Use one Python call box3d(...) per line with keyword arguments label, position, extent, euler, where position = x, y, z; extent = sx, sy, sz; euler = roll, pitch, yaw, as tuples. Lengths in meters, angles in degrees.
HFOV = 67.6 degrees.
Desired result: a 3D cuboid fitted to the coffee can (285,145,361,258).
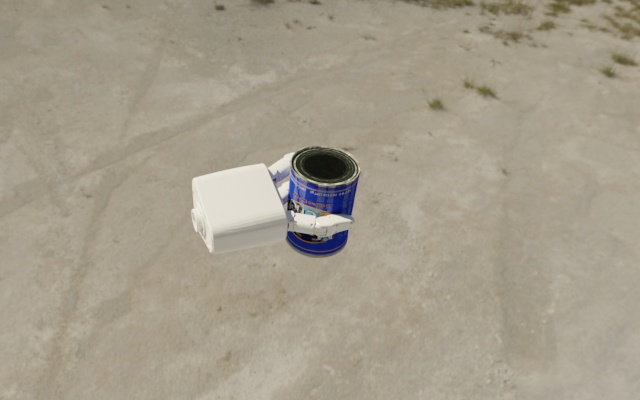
box3d(label="coffee can", position=(0.000, 0.003, 0.727), extent=(0.103, 0.140, 0.102), euler=(5, 38, -4))
